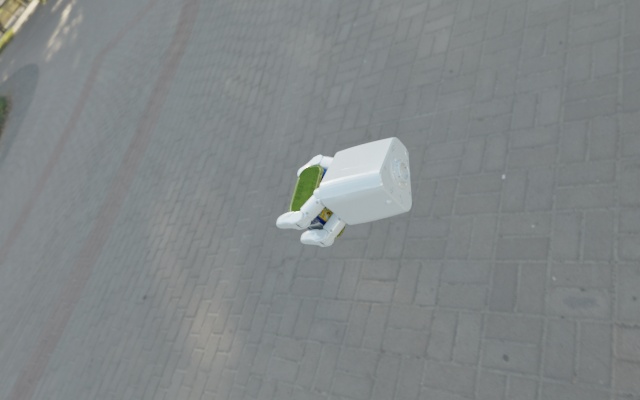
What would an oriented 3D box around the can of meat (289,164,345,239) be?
[{"bbox_3d":[0.000,0.002,0.790,0.057,0.102,0.084,-10,-35,38],"label":"can of meat"}]
